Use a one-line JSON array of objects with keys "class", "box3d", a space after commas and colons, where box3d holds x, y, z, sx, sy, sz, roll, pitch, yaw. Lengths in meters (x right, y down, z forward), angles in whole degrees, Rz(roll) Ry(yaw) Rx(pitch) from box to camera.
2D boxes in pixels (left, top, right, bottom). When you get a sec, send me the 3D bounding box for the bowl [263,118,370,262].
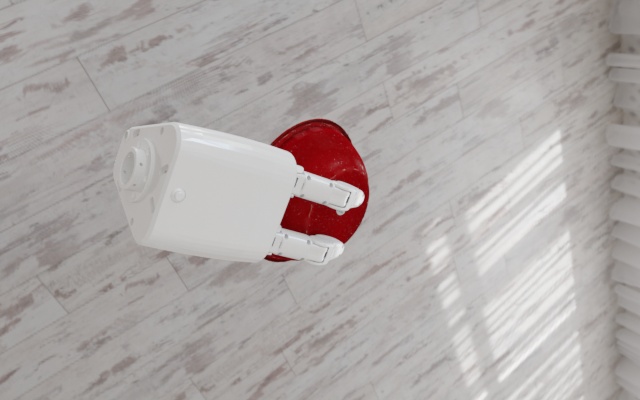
[{"class": "bowl", "box3d": [0.001, 0.002, 0.489, 0.055, 0.162, 0.162, 28, 17, 37]}]
